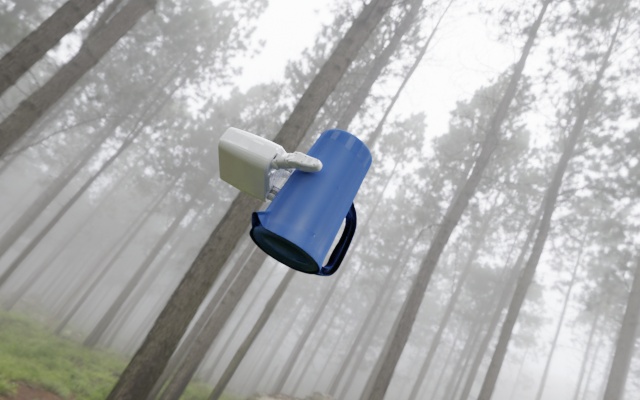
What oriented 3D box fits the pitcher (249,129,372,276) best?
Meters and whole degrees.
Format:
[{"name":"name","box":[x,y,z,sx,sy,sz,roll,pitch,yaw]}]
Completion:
[{"name":"pitcher","box":[0.000,0.003,0.832,0.145,0.242,0.149,24,-25,16]}]
